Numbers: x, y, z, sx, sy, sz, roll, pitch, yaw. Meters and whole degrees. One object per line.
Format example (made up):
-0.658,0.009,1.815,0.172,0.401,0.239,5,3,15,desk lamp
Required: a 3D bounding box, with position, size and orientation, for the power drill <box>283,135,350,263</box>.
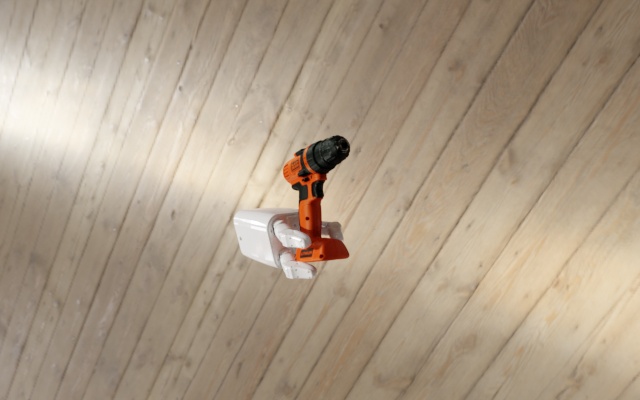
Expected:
0.000,0.003,0.758,0.057,0.187,0.184,-1,-9,-26,power drill
